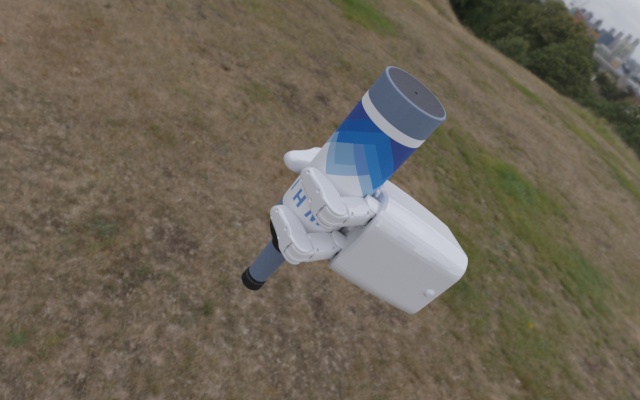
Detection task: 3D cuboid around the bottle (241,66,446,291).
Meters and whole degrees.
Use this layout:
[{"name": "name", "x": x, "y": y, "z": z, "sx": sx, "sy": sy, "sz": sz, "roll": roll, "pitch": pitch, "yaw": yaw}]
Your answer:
[{"name": "bottle", "x": 0.000, "y": 0.001, "z": 0.484, "sx": 0.069, "sy": 0.069, "sz": 0.296, "roll": 0, "pitch": -39, "yaw": -46}]
